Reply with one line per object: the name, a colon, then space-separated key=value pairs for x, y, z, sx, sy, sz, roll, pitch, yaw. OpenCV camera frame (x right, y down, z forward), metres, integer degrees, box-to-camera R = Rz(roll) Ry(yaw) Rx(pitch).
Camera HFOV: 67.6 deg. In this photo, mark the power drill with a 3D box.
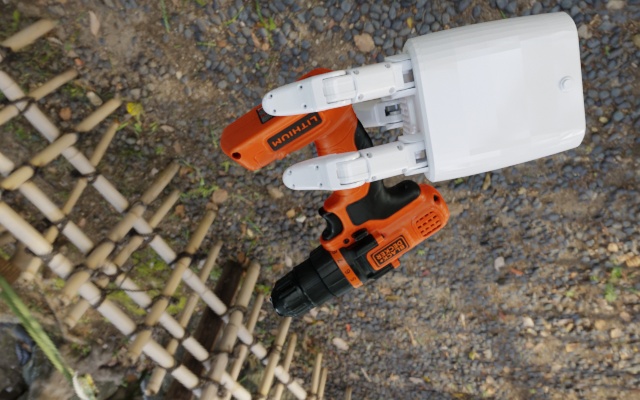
power drill: x=0.000 y=0.001 z=0.404 sx=0.184 sy=0.188 sz=0.057 roll=-34 pitch=33 yaw=1
